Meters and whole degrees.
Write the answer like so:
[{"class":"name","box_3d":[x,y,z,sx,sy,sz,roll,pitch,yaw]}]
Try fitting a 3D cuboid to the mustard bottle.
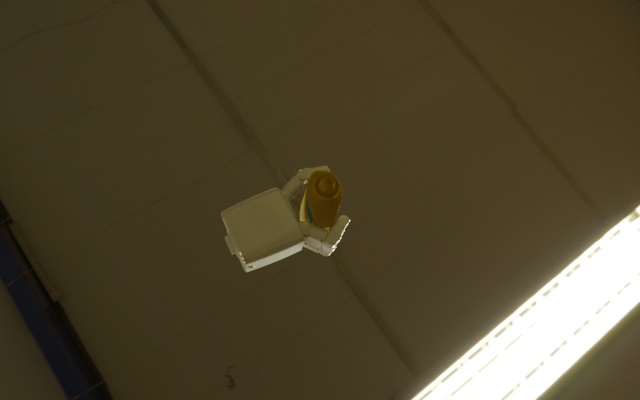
[{"class":"mustard bottle","box_3d":[0.000,0.003,0.808,0.058,0.096,0.192,0,-20,-7]}]
